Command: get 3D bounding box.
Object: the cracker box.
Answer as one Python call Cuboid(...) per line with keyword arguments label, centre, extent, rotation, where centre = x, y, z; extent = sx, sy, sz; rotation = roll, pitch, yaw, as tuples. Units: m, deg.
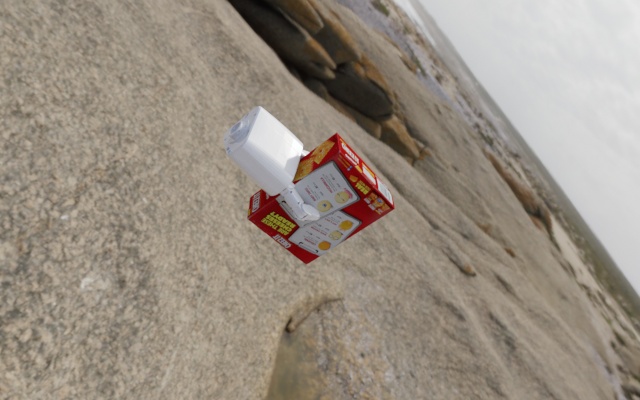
Cuboid(label="cracker box", centre=(0.000, 0.003, 0.871), extent=(0.214, 0.072, 0.164), rotation=(-34, -58, 22))
